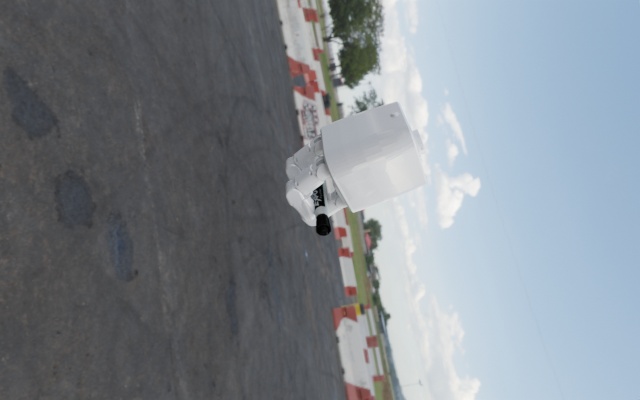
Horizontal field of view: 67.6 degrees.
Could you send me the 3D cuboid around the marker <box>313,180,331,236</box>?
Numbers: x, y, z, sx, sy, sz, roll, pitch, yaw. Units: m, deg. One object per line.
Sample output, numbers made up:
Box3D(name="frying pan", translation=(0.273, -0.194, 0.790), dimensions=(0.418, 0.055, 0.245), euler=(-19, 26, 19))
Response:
Box3D(name="marker", translation=(0.000, 0.002, 0.621), dimensions=(0.020, 0.020, 0.121), euler=(0, 38, -5))
